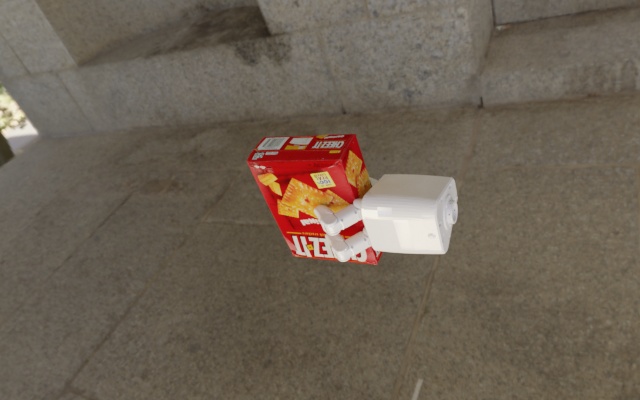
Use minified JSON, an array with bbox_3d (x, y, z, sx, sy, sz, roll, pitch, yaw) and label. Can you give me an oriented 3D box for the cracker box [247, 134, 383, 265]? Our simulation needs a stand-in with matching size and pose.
[{"bbox_3d":[0.000,0.002,0.750,0.164,0.214,0.072,2,42,30],"label":"cracker box"}]
